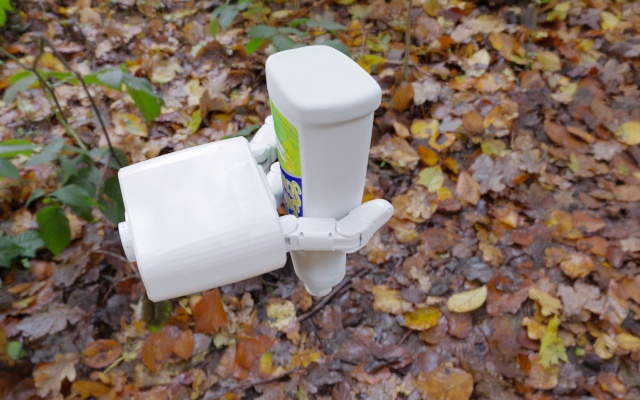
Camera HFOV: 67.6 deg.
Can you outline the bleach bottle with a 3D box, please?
[{"bbox_3d":[0.000,0.001,0.426,0.068,0.251,0.102,-16,42,-17],"label":"bleach bottle"}]
